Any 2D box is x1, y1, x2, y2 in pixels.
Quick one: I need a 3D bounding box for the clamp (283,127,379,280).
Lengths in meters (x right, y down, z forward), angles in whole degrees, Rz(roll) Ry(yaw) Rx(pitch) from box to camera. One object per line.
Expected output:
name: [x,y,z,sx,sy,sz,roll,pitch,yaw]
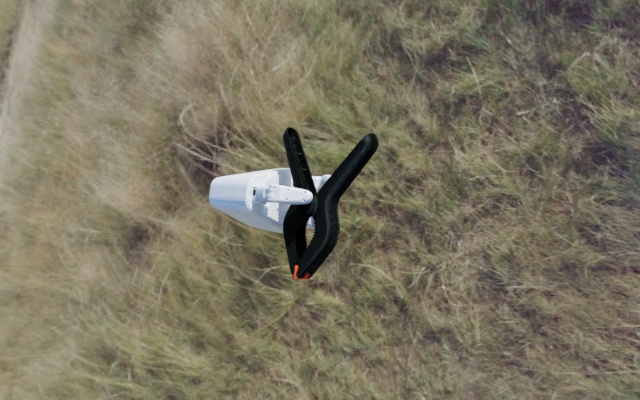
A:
clamp: [-0.001,0.002,0.628,0.164,0.210,0.036,3,-4,45]
